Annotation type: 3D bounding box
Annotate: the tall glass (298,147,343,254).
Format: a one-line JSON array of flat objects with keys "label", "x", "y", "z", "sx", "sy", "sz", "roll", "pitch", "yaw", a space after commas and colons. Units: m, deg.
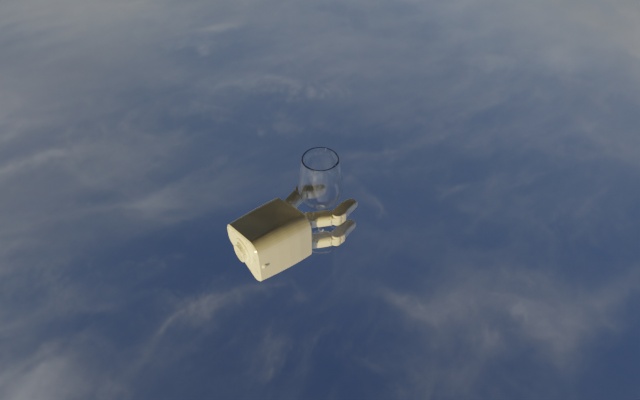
[{"label": "tall glass", "x": 0.000, "y": 0.003, "z": 0.850, "sx": 0.079, "sy": 0.201, "sz": 0.079, "roll": 0, "pitch": 44, "yaw": 0}]
